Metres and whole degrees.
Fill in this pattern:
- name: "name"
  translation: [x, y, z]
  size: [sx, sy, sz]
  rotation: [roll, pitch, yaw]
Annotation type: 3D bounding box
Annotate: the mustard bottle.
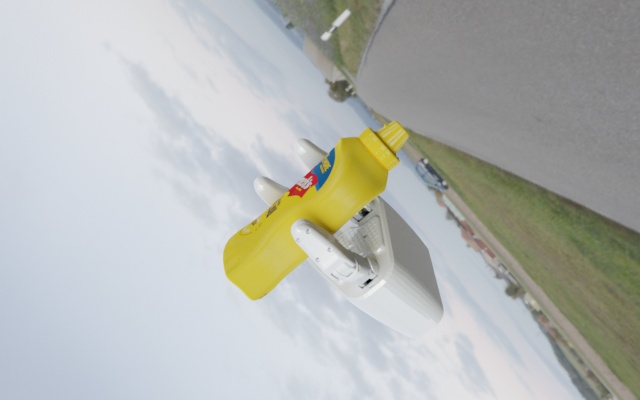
- name: "mustard bottle"
  translation: [0.000, 0.001, 0.421]
  size: [0.191, 0.058, 0.096]
  rotation: [-41, 12, 11]
